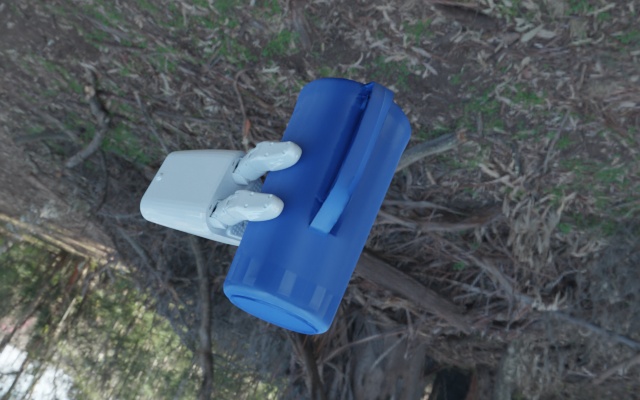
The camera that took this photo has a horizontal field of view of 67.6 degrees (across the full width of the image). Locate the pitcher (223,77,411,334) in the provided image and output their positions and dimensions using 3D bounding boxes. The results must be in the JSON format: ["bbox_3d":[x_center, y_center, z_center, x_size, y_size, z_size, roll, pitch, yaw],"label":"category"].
[{"bbox_3d":[0.000,0.002,0.483,0.145,0.242,0.149,7,-27,31],"label":"pitcher"}]
